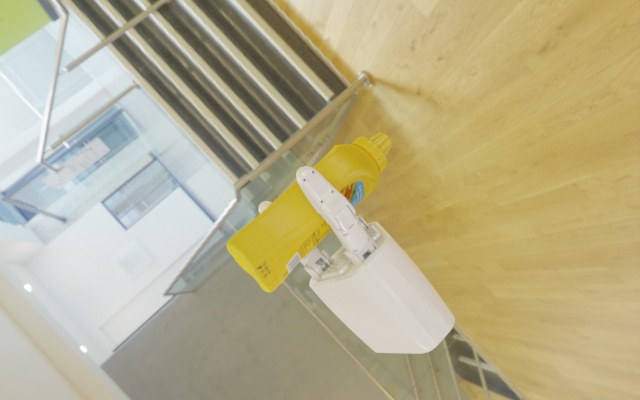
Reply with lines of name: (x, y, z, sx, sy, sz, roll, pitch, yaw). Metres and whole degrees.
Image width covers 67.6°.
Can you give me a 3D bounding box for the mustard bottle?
mustard bottle: (0.000, 0.001, 0.461, 0.058, 0.191, 0.096, 42, -14, 17)
